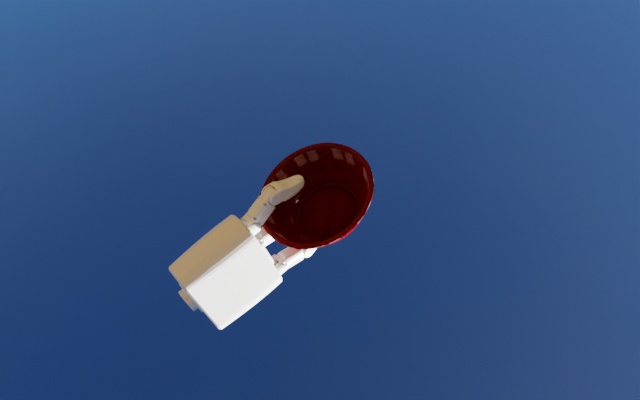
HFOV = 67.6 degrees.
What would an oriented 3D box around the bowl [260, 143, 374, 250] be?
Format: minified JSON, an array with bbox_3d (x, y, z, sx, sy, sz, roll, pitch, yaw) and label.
[{"bbox_3d":[0.001,0.002,0.648,0.162,0.162,0.055,0,-29,23],"label":"bowl"}]
